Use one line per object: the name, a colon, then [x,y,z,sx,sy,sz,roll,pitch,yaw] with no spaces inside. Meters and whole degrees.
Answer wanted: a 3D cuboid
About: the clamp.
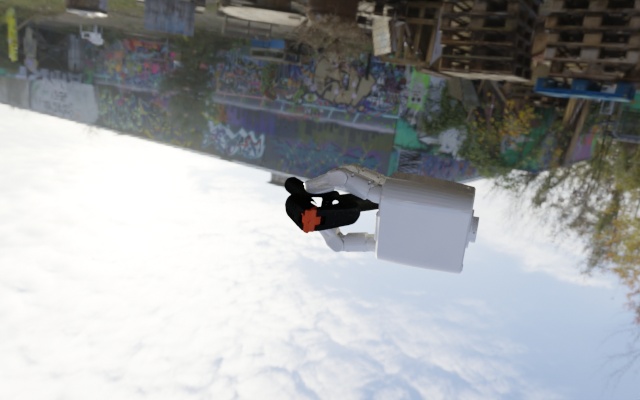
clamp: [0.000,0.003,0.629,0.164,0.036,0.210,9,13,17]
